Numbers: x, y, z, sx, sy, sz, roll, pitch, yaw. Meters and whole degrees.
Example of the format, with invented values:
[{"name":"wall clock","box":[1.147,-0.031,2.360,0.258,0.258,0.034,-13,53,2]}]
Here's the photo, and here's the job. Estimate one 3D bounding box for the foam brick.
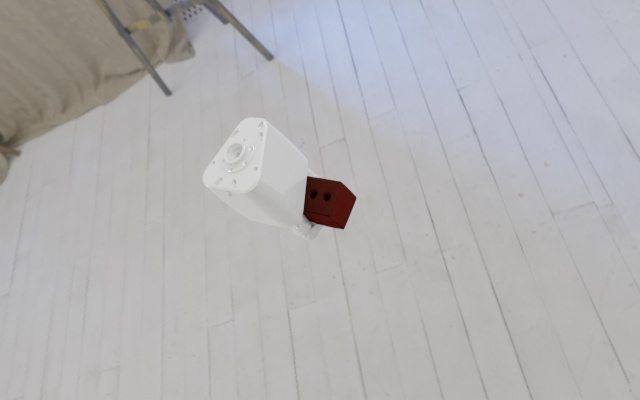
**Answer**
[{"name":"foam brick","box":[0.000,0.002,0.670,0.078,0.053,0.051,10,-20,32]}]
